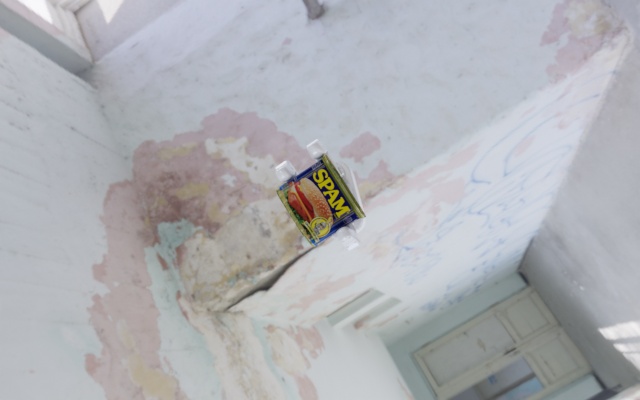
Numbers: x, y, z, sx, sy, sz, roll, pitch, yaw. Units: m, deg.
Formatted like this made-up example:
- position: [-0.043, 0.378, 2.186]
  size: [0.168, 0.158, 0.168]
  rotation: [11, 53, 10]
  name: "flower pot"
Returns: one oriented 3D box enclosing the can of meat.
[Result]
- position: [0.000, 0.002, 0.659]
  size: [0.084, 0.102, 0.057]
  rotation: [-33, -5, 8]
  name: "can of meat"
